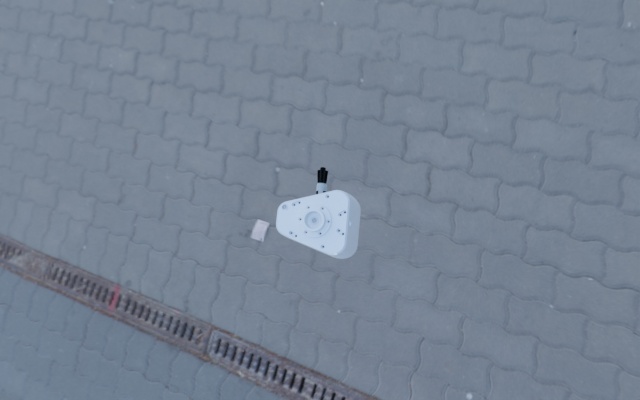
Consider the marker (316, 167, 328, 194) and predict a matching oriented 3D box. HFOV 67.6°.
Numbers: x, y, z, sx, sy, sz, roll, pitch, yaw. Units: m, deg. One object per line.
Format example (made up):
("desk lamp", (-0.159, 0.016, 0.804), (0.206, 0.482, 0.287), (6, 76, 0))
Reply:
("marker", (0.000, 0.003, 0.822), (0.020, 0.121, 0.020), (4, -6, 0))
